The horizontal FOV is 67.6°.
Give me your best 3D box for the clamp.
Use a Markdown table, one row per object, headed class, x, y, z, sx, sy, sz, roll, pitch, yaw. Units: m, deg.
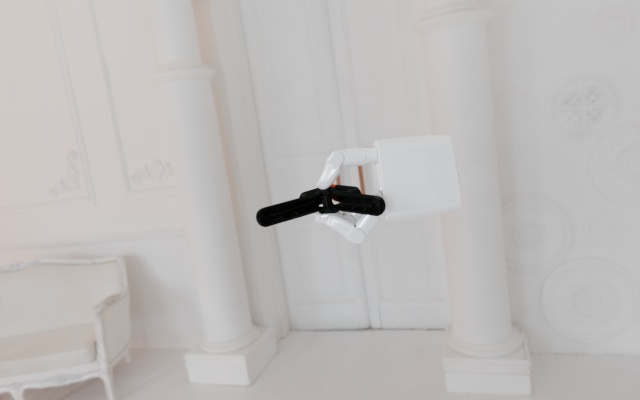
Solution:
| class | x | y | z | sx | sy | sz | roll | pitch | yaw |
| --- | --- | --- | --- | --- | --- | --- | --- | --- | --- |
| clamp | 0.000 | 0.001 | 0.685 | 0.164 | 0.036 | 0.210 | -6 | 8 | 2 |
